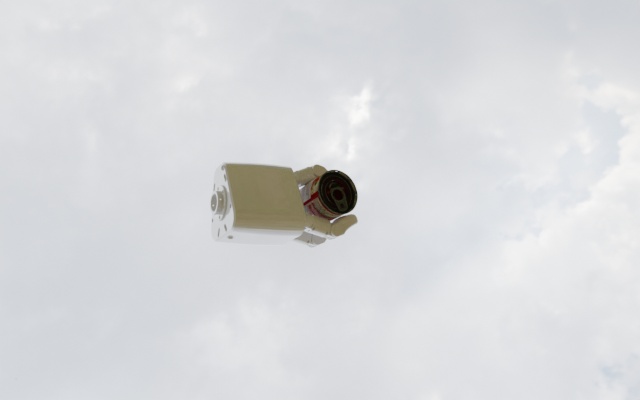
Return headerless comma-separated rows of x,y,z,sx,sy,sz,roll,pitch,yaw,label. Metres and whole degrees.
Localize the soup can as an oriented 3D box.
0.000,0.002,0.728,0.068,0.068,0.102,0,-17,-33,soup can
